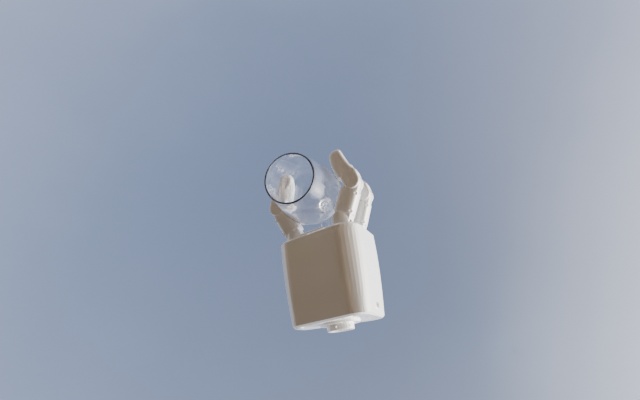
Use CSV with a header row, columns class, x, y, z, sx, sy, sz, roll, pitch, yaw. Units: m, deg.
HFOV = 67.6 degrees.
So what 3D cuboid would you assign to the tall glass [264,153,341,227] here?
class,x,y,z,sx,sy,sz,roll,pitch,yaw
tall glass,0.000,0.002,0.623,0.079,0.079,0.201,0,-16,22
